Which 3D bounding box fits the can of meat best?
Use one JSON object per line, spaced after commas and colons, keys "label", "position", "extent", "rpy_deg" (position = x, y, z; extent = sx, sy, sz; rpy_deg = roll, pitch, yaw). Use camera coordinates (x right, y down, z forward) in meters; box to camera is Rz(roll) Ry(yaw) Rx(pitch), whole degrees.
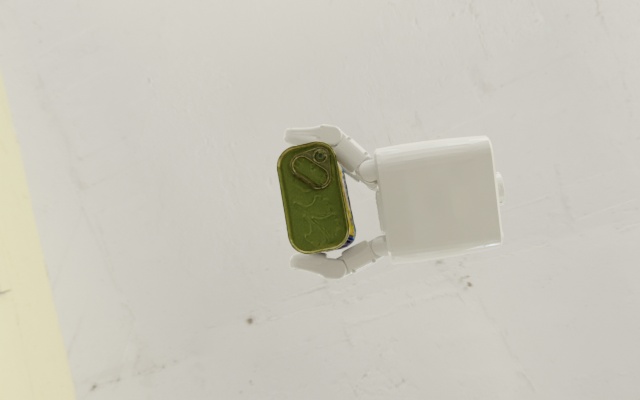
{"label": "can of meat", "position": [0.000, 0.002, 0.475], "extent": [0.057, 0.102, 0.084], "rpy_deg": [-12, -9, 9]}
